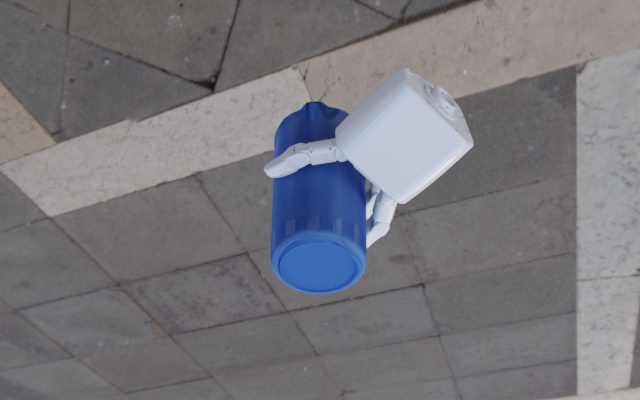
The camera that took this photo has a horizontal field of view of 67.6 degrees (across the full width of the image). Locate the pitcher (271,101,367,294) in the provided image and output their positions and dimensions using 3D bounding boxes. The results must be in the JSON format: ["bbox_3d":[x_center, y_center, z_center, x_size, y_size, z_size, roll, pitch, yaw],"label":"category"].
[{"bbox_3d":[0.000,0.002,0.623,0.149,0.242,0.145,33,-55,-26],"label":"pitcher"}]
